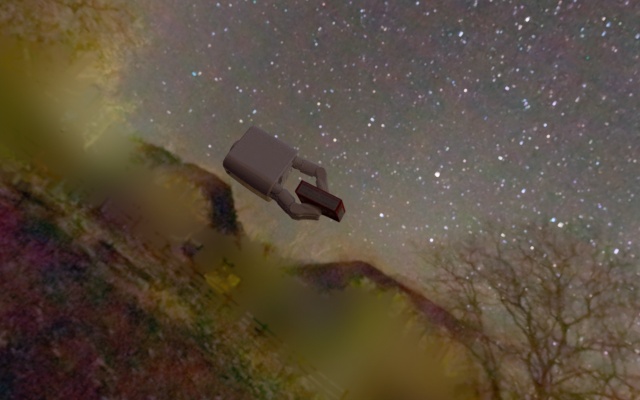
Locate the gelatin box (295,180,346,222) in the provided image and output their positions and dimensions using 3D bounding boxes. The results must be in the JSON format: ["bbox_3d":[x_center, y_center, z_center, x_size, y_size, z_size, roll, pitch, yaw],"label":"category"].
[{"bbox_3d":[0.001,0.003,0.900,0.089,0.030,0.073,26,-13,15],"label":"gelatin box"}]
